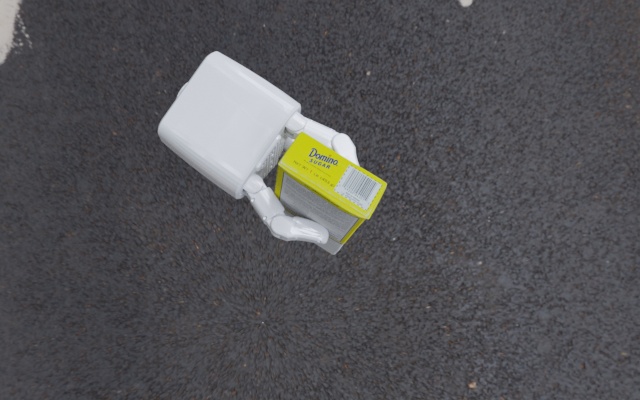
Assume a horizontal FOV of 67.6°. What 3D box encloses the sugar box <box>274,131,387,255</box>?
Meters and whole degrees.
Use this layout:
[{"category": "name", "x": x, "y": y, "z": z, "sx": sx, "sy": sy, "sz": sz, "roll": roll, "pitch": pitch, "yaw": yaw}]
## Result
[{"category": "sugar box", "x": 0.000, "y": 0.001, "z": 0.496, "sx": 0.093, "sy": 0.048, "sz": 0.176, "roll": 33, "pitch": -16, "yaw": 2}]
